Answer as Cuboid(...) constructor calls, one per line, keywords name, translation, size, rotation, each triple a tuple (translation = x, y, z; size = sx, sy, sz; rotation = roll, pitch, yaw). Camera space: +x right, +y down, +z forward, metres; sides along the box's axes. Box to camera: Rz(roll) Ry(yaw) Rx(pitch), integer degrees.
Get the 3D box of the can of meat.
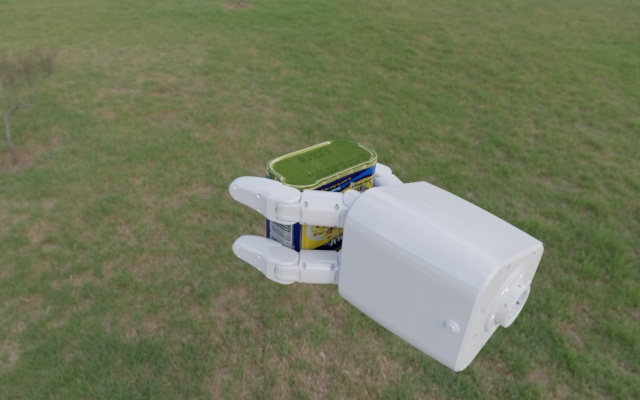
Cuboid(name="can of meat", translation=(0.000, 0.001, 0.411), size=(0.102, 0.084, 0.057), rotation=(-23, 42, -36))
